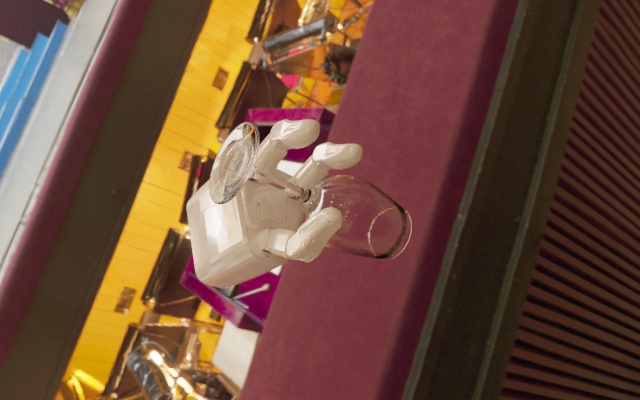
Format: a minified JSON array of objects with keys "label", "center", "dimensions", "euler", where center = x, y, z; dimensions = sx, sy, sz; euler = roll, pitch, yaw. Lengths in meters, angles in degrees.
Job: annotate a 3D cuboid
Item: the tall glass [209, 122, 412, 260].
[{"label":"tall glass","center":[0.000,0.001,0.456],"dimensions":[0.201,0.079,0.079],"euler":[24,-14,-35]}]
